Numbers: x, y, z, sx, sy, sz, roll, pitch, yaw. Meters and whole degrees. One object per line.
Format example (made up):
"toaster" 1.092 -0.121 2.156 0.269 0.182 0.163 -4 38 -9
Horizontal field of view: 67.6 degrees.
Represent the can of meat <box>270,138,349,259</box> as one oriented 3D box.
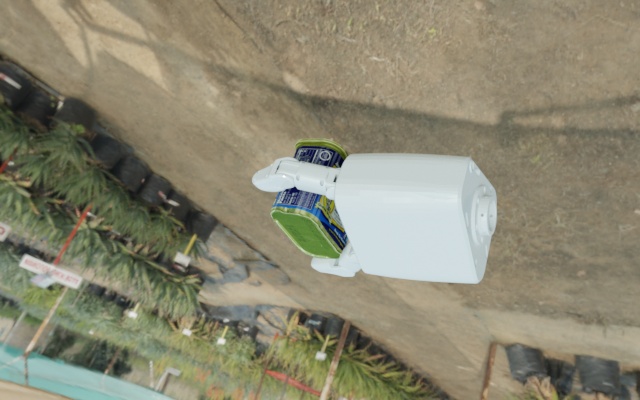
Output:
"can of meat" 0.000 0.002 0.484 0.057 0.084 0.102 5 -30 30
